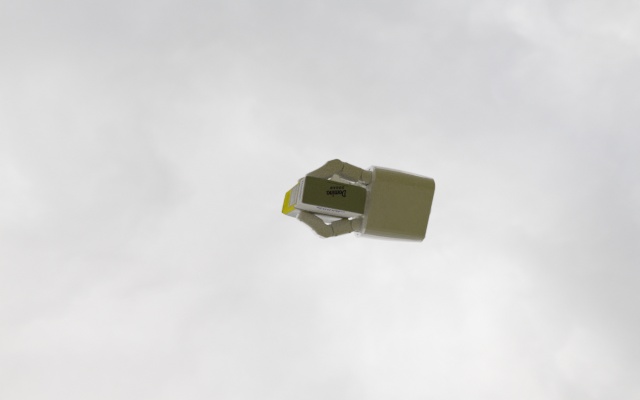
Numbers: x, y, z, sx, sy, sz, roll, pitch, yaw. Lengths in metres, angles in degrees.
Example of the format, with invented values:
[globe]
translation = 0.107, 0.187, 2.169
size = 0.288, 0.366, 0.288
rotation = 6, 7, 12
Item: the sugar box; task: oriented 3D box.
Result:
[sugar box]
translation = 0.000, 0.002, 0.741
size = 0.093, 0.048, 0.176
rotation = 11, -12, -13
